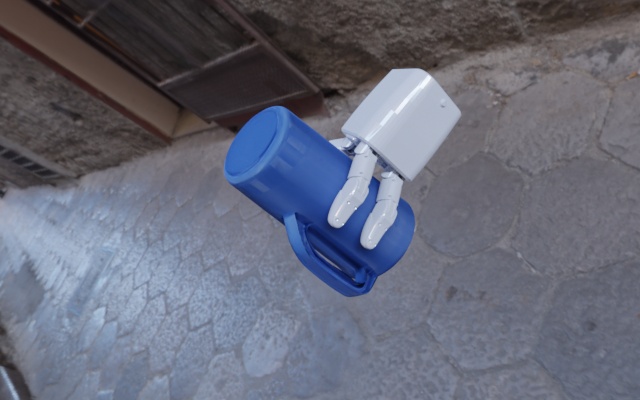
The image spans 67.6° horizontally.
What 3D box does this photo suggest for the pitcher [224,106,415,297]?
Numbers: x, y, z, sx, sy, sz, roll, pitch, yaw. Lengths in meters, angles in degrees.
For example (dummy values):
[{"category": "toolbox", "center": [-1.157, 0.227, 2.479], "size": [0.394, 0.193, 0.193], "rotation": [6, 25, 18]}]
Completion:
[{"category": "pitcher", "center": [0.000, 0.002, 0.600], "size": [0.243, 0.145, 0.149], "rotation": [37, 3, -34]}]
